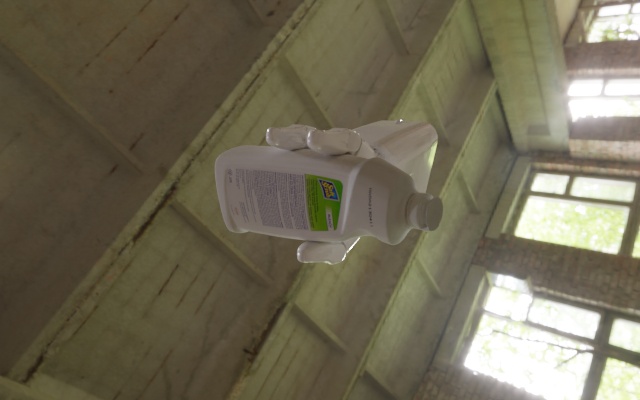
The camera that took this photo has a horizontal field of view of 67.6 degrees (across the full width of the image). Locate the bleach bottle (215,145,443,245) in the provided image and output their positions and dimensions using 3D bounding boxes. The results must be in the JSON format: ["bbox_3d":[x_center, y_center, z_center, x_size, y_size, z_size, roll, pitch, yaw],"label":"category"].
[{"bbox_3d":[0.000,0.001,0.472,0.251,0.103,0.068,10,28,40],"label":"bleach bottle"}]
